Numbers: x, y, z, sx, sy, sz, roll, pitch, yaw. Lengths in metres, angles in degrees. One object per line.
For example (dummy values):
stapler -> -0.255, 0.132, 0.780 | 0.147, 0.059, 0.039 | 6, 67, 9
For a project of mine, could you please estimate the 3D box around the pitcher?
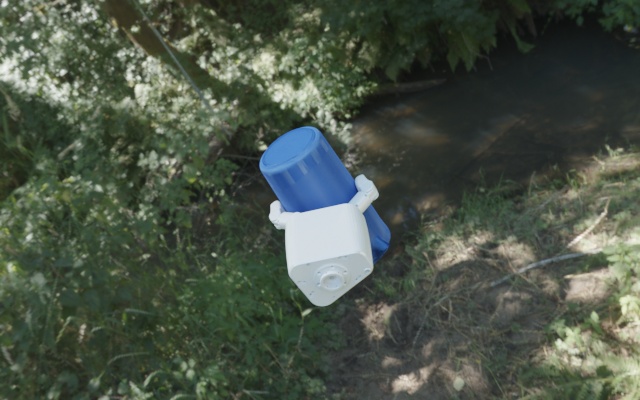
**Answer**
pitcher -> 0.000, 0.003, 0.788 | 0.149, 0.243, 0.145 | -25, 33, 14
